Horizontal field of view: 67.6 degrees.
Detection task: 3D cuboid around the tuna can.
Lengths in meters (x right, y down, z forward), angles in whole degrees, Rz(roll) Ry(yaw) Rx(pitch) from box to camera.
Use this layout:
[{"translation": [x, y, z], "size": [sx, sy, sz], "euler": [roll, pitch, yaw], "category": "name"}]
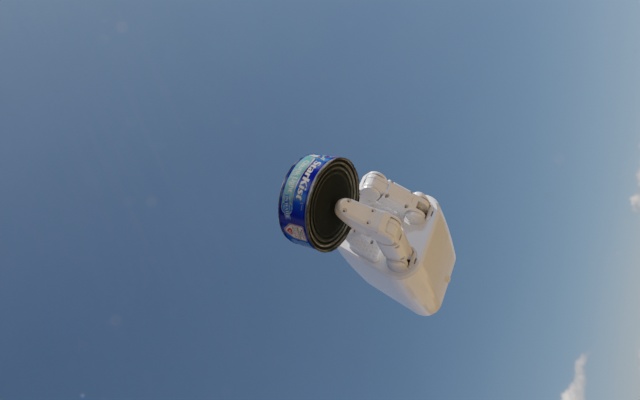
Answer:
[{"translation": [0.000, 0.001, 0.430], "size": [0.033, 0.086, 0.086], "euler": [13, 7, 32], "category": "tuna can"}]
